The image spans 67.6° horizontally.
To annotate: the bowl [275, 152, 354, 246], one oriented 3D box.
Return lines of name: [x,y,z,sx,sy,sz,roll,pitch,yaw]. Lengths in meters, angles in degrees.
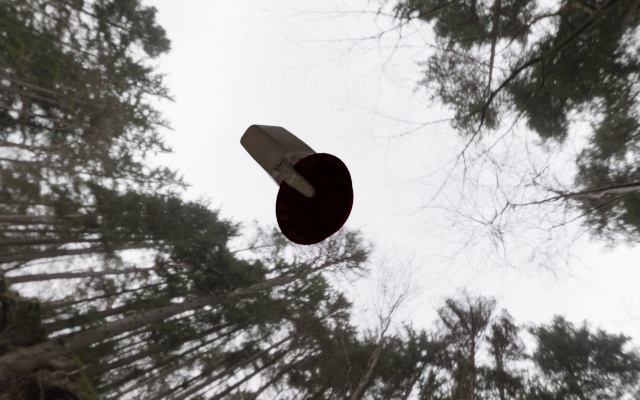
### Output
bowl: [0.001,0.004,0.815,0.162,0.162,0.055,0,-16,38]
